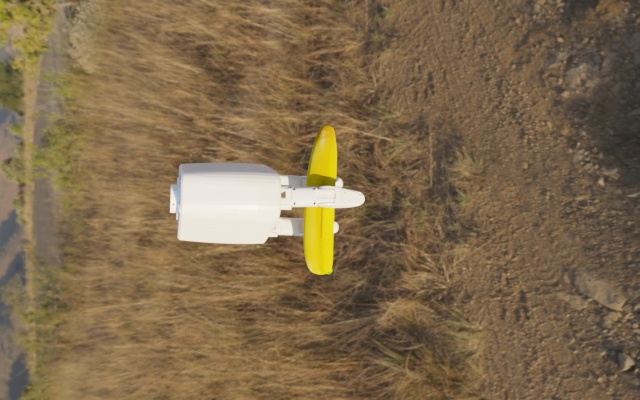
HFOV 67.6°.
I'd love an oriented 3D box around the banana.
[{"bbox_3d":[-0.001,0.011,0.579,0.037,0.198,0.069,2,17,2],"label":"banana"}]
